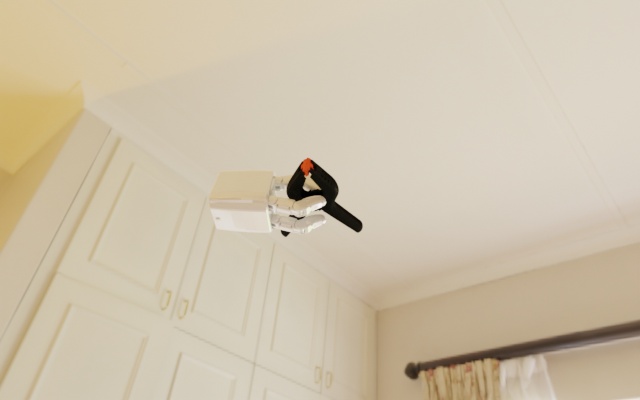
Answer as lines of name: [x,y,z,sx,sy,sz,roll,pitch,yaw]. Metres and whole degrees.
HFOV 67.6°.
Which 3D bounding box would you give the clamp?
clamp: [0.000,0.002,0.888,0.164,0.036,0.210,0,-39,1]
